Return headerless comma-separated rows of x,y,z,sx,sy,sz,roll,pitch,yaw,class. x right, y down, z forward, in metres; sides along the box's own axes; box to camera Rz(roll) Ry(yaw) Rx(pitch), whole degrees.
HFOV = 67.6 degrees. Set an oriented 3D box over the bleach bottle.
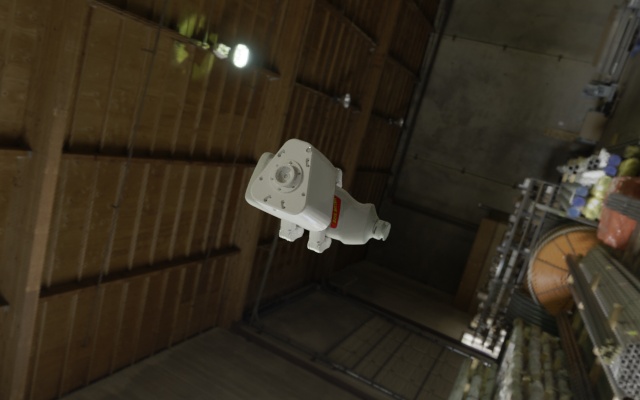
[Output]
0.000,0.003,0.808,0.251,0.102,0.068,20,-7,22,bleach bottle
